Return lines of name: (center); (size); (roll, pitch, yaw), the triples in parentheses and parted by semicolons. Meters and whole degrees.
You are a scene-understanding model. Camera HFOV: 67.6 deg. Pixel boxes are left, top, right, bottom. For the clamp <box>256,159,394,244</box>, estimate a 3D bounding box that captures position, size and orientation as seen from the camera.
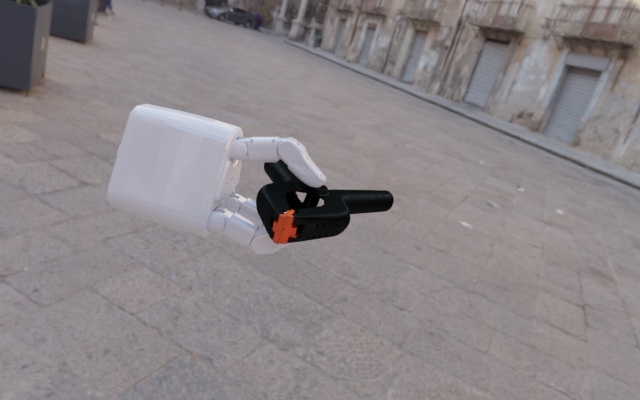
clamp: (0.000, 0.001, 0.502); (0.164, 0.036, 0.210); (15, 17, 2)
